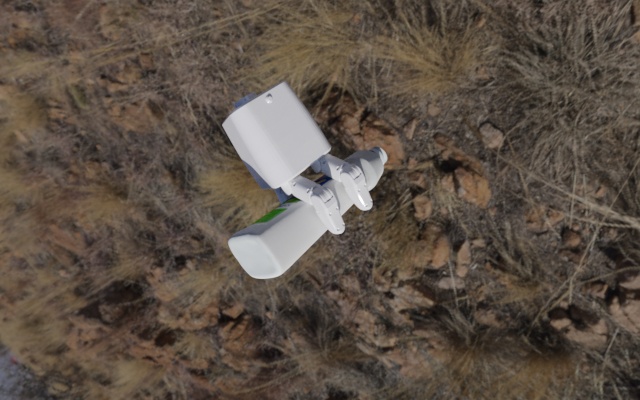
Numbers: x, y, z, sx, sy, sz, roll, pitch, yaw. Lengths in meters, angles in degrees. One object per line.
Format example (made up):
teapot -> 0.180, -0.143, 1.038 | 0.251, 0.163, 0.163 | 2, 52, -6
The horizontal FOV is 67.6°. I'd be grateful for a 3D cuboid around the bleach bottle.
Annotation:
bleach bottle -> 0.000, 0.002, 0.642 | 0.250, 0.068, 0.102 | -40, 12, -32
